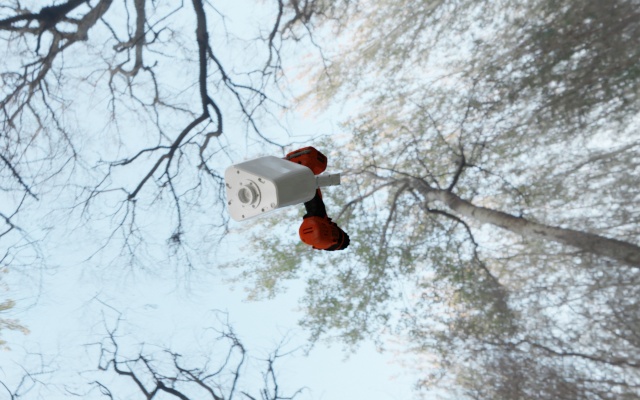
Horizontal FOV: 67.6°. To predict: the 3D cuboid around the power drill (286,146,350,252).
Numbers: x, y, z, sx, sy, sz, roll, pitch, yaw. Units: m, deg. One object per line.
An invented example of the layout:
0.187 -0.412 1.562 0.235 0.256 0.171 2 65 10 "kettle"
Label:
0.000 0.002 0.895 0.057 0.187 0.184 -18 -16 16 "power drill"
